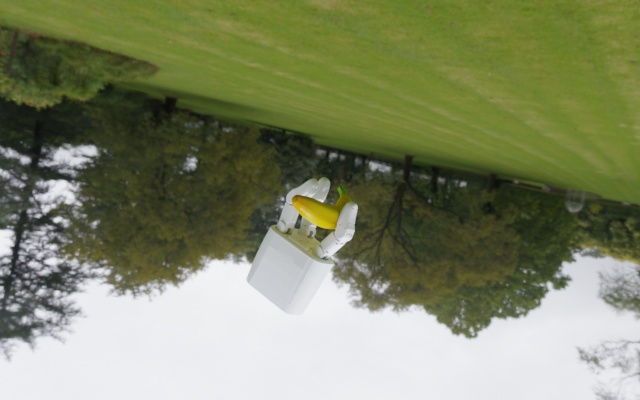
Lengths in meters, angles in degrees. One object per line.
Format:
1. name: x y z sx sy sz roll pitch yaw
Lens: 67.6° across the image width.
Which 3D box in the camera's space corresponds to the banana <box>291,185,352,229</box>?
1. banana: 0.014 0.016 0.761 0.037 0.069 0.198 -46 -12 18
